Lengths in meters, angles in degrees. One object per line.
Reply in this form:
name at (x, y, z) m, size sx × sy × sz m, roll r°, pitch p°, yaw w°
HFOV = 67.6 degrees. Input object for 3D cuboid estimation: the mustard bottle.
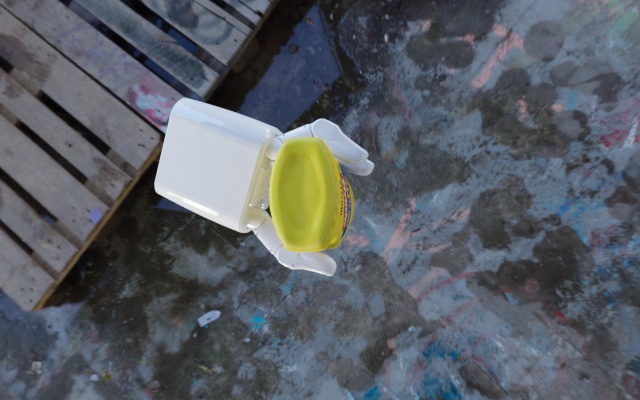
mustard bottle at (0.000, 0.002, 0.481) m, size 0.058 × 0.096 × 0.191 m, roll -3°, pitch -5°, yaw 9°
